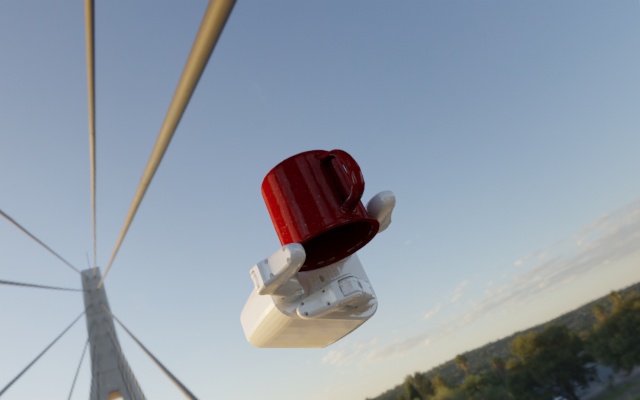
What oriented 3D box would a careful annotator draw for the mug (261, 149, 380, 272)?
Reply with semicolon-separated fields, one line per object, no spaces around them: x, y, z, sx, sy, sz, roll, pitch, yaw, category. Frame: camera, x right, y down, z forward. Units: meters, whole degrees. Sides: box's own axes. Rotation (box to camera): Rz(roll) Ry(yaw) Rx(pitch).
0.001;0.000;0.428;0.093;0.081;0.117;-8;-30;-33;mug
